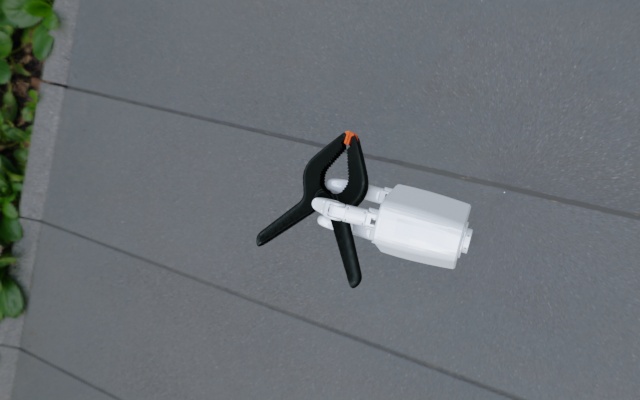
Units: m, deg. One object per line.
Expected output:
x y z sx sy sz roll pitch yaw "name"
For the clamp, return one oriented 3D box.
0.000 0.002 0.673 0.164 0.210 0.036 15 6 15 "clamp"
